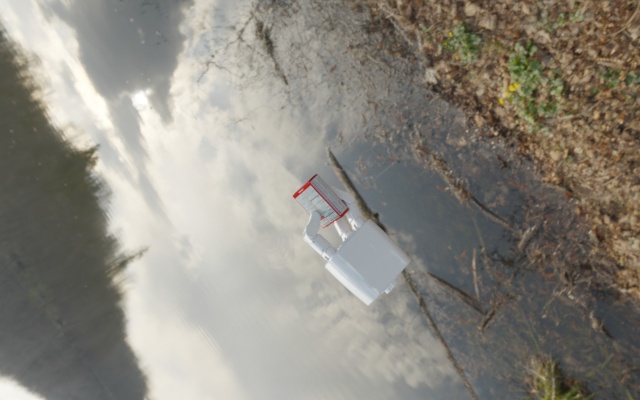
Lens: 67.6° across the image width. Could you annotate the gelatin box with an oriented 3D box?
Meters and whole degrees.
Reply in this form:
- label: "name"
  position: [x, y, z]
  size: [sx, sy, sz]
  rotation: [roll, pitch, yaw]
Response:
- label: "gelatin box"
  position: [0.000, 0.003, 0.877]
  size: [0.030, 0.089, 0.073]
  rotation: [-46, 5, -33]
